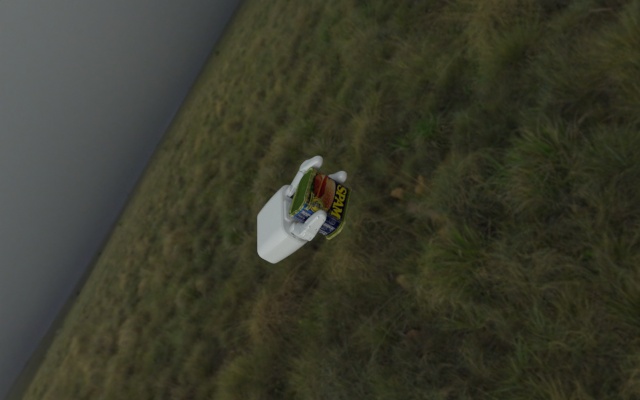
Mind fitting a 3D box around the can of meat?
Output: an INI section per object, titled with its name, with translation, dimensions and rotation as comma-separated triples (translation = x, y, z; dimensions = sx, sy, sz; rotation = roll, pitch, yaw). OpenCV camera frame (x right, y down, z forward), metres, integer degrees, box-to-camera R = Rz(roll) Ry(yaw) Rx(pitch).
[can of meat]
translation = 0.000, 0.003, 0.830
dimensions = 0.084, 0.102, 0.057
rotation = 30, -40, -19
